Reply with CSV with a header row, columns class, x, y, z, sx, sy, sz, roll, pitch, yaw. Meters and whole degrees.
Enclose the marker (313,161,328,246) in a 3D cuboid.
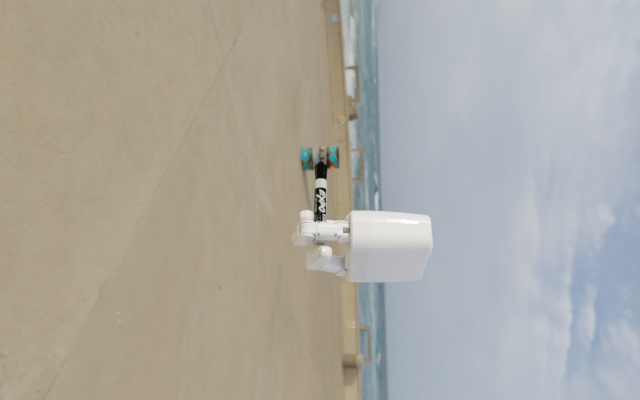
class,x,y,z,sx,sy,sz,roll,pitch,yaw
marker,0.000,0.002,0.660,0.020,0.121,0.020,1,-21,0
